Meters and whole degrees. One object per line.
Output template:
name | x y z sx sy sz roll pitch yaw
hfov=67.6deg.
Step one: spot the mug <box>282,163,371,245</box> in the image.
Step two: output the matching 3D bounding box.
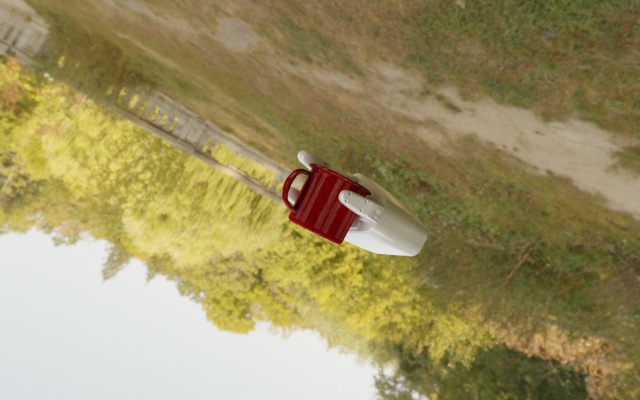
mug | -0.001 0.002 0.633 0.117 0.081 0.093 28 -4 -33
